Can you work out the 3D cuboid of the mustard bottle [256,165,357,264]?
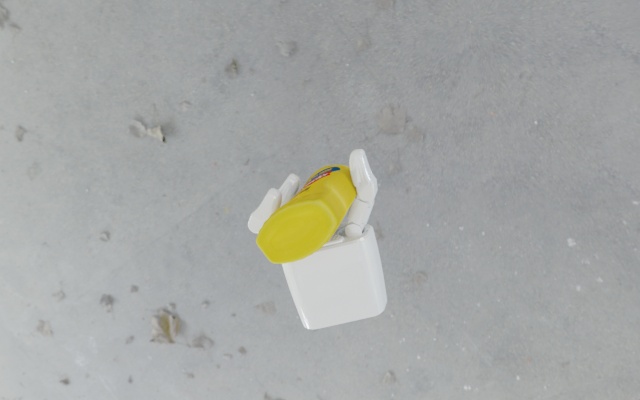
[{"bbox_3d":[0.000,0.002,0.565,0.096,0.058,0.191,-35,7,25],"label":"mustard bottle"}]
